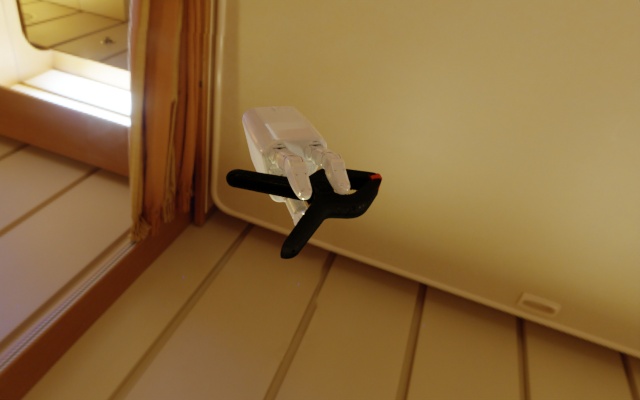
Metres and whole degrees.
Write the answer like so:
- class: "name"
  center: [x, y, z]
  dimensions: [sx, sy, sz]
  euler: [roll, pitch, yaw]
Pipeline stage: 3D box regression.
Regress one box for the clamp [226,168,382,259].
- class: "clamp"
  center: [0.000, 0.002, 0.626]
  dimensions: [0.210, 0.036, 0.164]
  euler: [-8, 42, -26]
